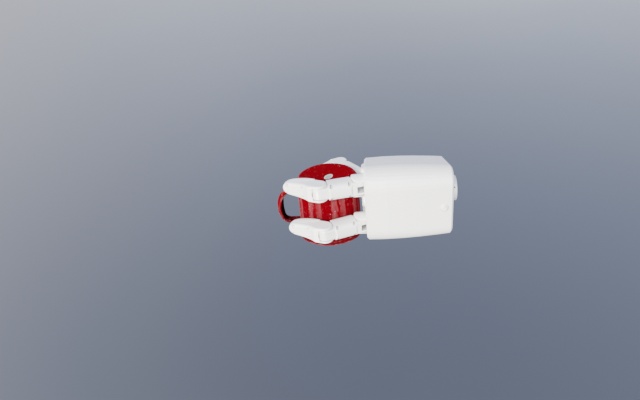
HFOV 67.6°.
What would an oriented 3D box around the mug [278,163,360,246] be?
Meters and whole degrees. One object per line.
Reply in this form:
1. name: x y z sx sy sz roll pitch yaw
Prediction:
1. mug: -0.001 0.002 0.646 0.117 0.081 0.093 -3 29 6
